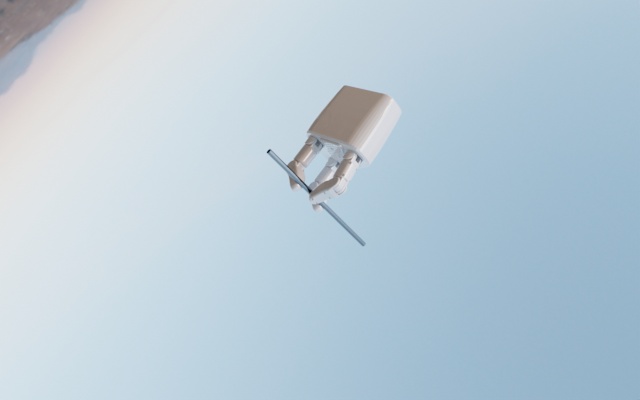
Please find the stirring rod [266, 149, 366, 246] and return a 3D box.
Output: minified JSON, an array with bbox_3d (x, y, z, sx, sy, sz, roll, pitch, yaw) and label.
[{"bbox_3d":[0.000,0.002,0.724,0.011,0.011,0.240,0,-36,47],"label":"stirring rod"}]
